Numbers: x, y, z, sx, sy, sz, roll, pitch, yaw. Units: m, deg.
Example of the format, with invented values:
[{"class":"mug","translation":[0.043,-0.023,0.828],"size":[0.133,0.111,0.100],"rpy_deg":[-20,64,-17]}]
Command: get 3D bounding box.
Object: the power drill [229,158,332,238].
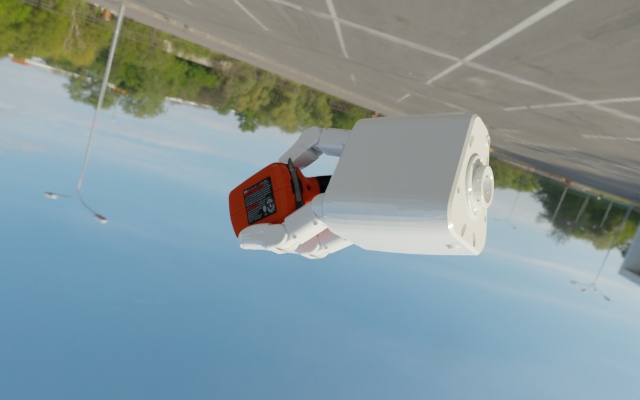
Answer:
[{"class":"power drill","translation":[0.000,0.002,0.519],"size":[0.187,0.057,0.184],"rpy_deg":[-5,-15,-39]}]
